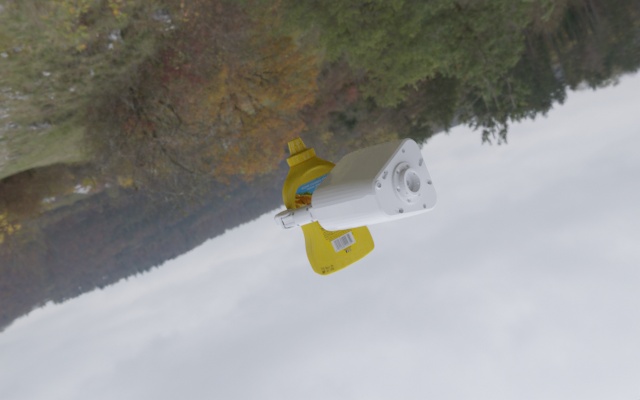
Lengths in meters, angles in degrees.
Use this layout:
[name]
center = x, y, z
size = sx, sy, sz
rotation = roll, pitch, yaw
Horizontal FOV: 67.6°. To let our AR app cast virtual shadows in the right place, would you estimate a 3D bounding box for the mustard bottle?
[mustard bottle]
center = 0.000, 0.002, 0.677
size = 0.096, 0.191, 0.058
rotation = -25, 8, -17
